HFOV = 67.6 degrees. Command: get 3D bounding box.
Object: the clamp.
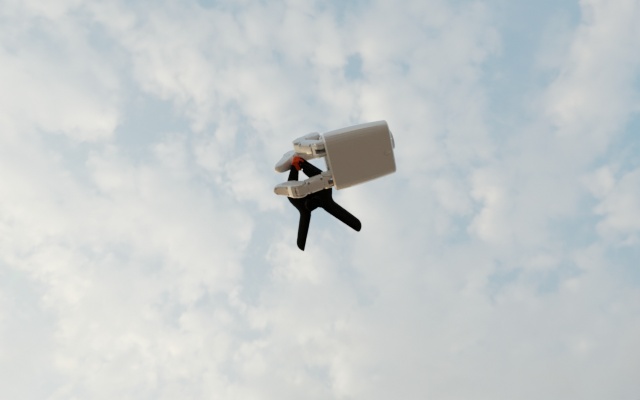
[{"bbox_3d":[0.000,0.002,0.820,0.120,0.171,0.039,-15,26,0],"label":"clamp"}]
